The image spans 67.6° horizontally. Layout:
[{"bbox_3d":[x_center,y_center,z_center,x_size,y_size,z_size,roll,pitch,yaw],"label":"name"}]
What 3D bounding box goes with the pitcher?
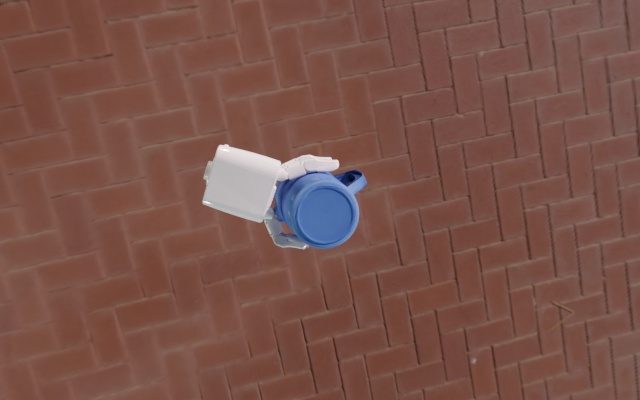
[{"bbox_3d":[0.000,0.003,0.837,0.145,0.149,0.243,18,4,-10],"label":"pitcher"}]
